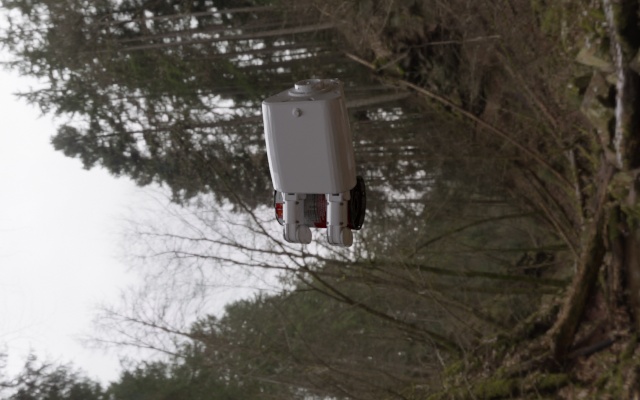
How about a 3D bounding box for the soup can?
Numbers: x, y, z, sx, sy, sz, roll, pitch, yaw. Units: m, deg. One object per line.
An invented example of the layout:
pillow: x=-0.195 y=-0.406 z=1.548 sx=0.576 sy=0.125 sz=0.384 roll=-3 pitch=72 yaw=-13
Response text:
soup can: x=0.000 y=0.002 z=0.601 sx=0.102 sy=0.068 sz=0.068 roll=1 pitch=0 yaw=19
